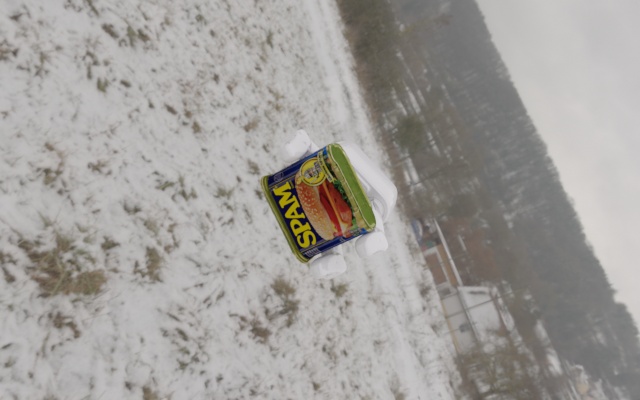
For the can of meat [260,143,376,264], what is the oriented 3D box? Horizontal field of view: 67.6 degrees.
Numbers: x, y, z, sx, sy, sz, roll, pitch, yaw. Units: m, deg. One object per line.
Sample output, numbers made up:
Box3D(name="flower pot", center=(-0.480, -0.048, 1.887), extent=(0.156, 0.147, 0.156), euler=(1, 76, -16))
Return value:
Box3D(name="can of meat", center=(0.000, 0.001, 0.495), extent=(0.084, 0.102, 0.057), euler=(-26, 0, 19))
